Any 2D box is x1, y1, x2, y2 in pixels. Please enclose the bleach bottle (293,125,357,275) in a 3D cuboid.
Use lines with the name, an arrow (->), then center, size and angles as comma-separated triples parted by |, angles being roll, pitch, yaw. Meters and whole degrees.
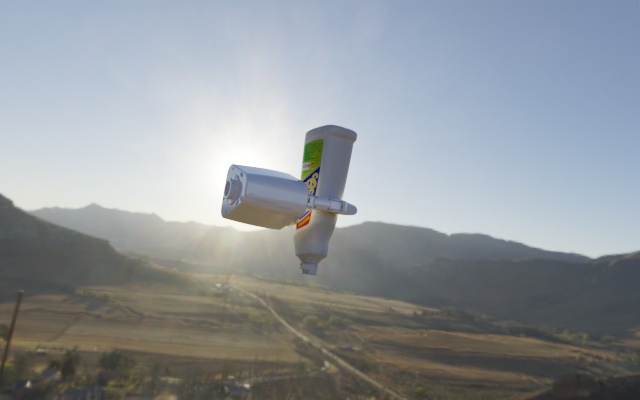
bleach bottle -> 0.000, 0.003, 0.823 | 0.068, 0.251, 0.102 | 12, -8, -31
